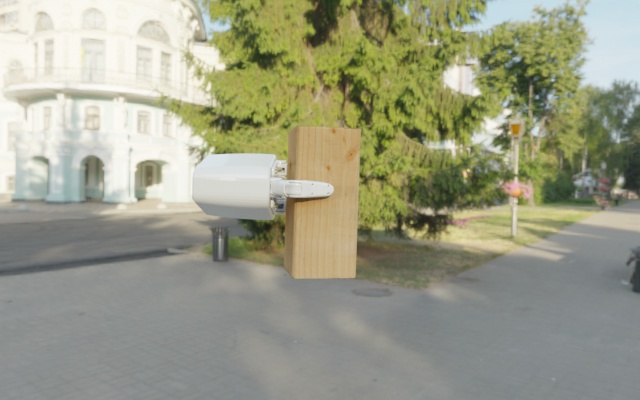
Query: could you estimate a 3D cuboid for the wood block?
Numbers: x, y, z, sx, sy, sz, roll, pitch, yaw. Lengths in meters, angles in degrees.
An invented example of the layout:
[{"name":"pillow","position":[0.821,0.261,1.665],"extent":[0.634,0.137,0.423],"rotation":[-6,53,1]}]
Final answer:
[{"name":"wood block","position":[0.000,0.002,0.686],"extent":[0.090,0.206,0.091],"rotation":[1,2,-13]}]
